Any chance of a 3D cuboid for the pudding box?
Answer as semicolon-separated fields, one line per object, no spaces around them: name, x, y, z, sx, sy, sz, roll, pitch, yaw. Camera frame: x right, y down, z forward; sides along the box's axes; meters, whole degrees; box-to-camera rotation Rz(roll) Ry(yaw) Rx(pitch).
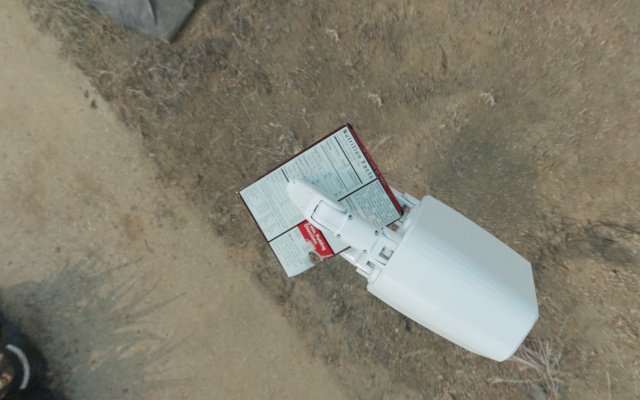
pudding box;0.000;0.001;0.401;0.113;0.090;0.039;-30;-1;9
